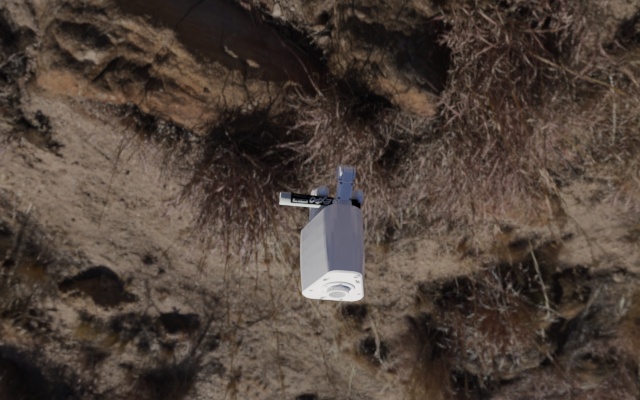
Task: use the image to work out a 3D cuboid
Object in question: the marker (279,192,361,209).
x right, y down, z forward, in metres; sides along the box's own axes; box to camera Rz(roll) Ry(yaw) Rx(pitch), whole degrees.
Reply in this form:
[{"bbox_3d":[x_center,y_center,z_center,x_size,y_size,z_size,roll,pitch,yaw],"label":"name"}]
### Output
[{"bbox_3d":[0.000,0.002,0.708,0.121,0.020,0.020,6,-1,-9],"label":"marker"}]
